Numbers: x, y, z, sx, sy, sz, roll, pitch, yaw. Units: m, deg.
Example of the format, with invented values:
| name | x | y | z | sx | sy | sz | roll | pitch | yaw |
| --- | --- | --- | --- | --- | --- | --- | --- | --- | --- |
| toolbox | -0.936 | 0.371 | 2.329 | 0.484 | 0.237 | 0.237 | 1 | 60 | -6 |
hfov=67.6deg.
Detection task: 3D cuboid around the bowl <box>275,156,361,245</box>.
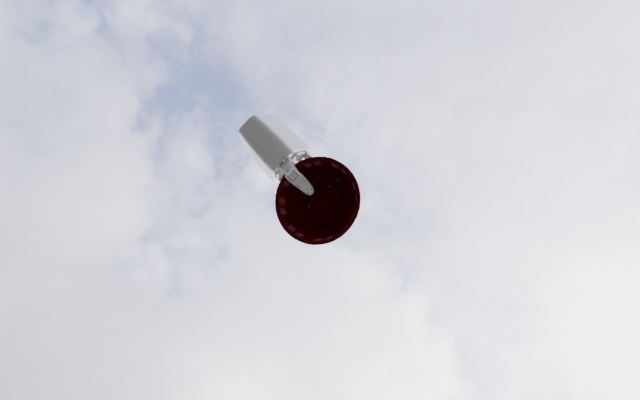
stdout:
| name | x | y | z | sx | sy | sz | roll | pitch | yaw |
| --- | --- | --- | --- | --- | --- | --- | --- | --- | --- |
| bowl | 0.001 | 0.004 | 0.884 | 0.162 | 0.162 | 0.055 | 0 | -8 | 17 |
